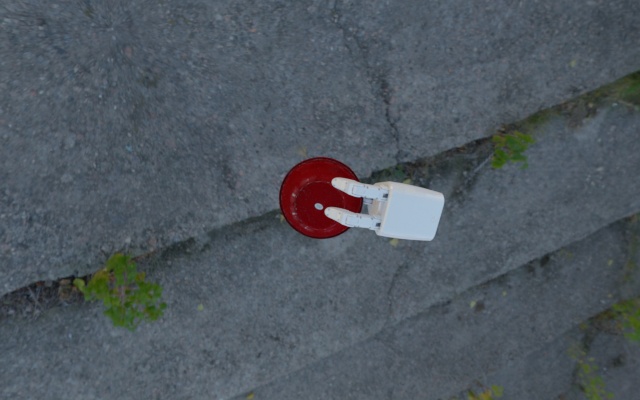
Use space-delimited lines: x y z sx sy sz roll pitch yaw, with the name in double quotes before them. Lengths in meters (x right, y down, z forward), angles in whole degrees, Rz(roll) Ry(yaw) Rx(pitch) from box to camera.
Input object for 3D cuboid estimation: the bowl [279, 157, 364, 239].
"bowl" -0.001 0.003 0.884 0.162 0.162 0.055 0 14 2
